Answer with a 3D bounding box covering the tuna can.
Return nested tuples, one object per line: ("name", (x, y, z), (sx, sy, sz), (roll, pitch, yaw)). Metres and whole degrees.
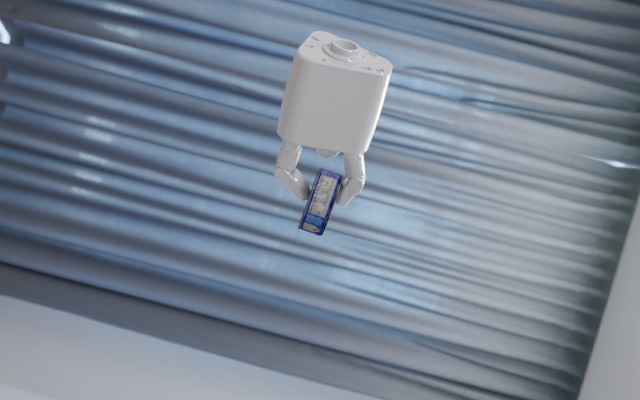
("tuna can", (0.001, 0.002, 0.623), (0.034, 0.086, 0.086), (19, 0, -1))
